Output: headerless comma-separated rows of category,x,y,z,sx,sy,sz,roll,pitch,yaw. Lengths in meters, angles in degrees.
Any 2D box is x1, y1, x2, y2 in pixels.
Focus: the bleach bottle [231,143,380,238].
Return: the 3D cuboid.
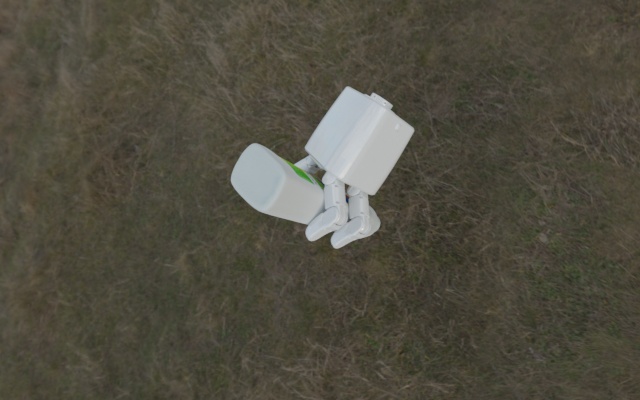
bleach bottle,0.000,0.002,0.675,0.251,0.068,0.102,22,15,-48
